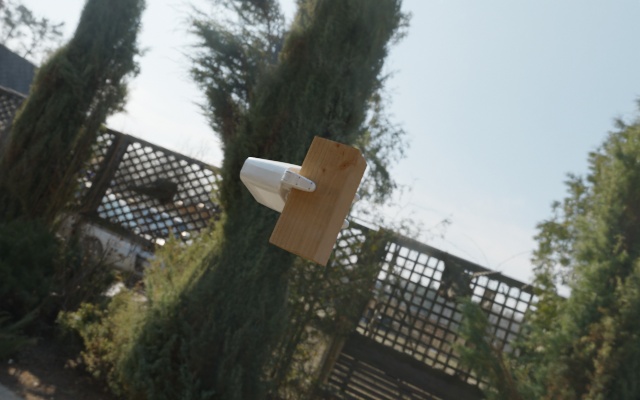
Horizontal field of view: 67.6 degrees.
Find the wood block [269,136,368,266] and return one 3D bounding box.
[{"bbox_3d":[0.000,0.002,0.860,0.090,0.206,0.091,20,-8,20],"label":"wood block"}]
